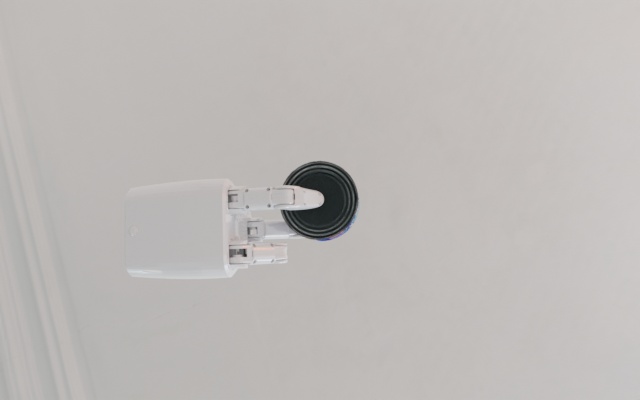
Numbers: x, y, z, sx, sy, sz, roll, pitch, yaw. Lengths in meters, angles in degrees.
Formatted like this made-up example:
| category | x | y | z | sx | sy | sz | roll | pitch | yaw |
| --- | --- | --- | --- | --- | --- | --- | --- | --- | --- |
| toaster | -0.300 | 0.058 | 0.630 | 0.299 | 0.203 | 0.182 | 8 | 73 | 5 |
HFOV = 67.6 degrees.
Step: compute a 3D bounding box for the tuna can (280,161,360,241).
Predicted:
| category | x | y | z | sx | sy | sz | roll | pitch | yaw |
| --- | --- | --- | --- | --- | --- | --- | --- | --- | --- |
| tuna can | 0.000 | 0.002 | 0.526 | 0.086 | 0.086 | 0.034 | 0 | -8 | 9 |
